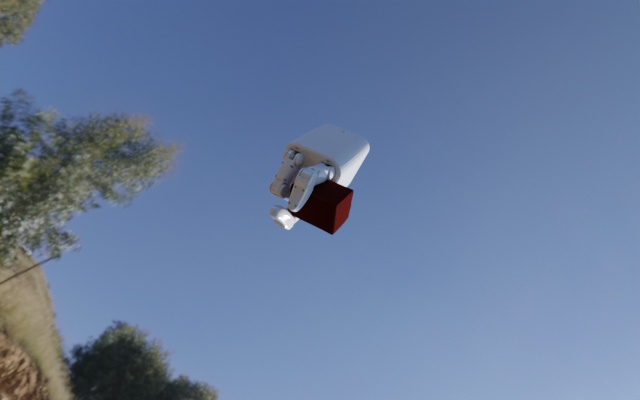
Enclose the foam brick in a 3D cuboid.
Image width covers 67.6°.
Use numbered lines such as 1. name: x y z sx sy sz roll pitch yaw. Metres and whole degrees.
1. foam brick: 0.000 0.002 0.681 0.078 0.053 0.051 25 37 22
